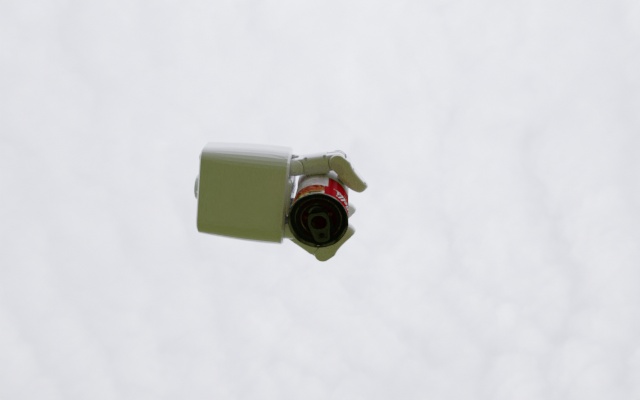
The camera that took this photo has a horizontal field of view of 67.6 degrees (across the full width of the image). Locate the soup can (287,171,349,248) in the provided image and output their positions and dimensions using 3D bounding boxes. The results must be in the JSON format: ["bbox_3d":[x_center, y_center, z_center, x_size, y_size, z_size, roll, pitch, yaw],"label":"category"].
[{"bbox_3d":[0.001,0.002,0.571,0.068,0.068,0.102,0,25,4],"label":"soup can"}]
